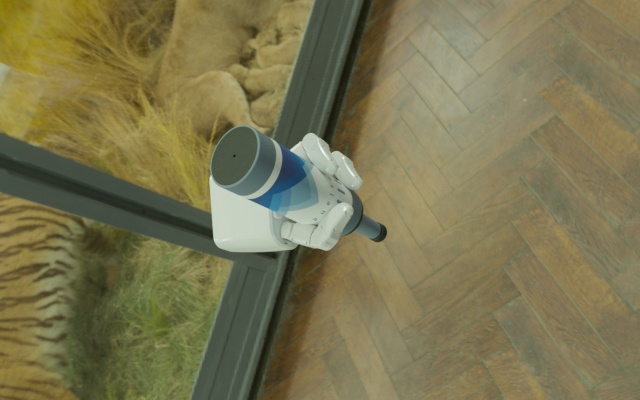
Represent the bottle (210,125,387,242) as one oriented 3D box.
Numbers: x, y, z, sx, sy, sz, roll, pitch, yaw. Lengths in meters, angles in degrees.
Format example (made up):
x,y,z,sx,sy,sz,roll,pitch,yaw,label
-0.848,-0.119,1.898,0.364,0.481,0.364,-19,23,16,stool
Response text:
x,y,z,sx,sy,sz,roll,pitch,yaw,label
0.000,0.002,0.574,0.069,0.069,0.296,0,-18,37,bottle
